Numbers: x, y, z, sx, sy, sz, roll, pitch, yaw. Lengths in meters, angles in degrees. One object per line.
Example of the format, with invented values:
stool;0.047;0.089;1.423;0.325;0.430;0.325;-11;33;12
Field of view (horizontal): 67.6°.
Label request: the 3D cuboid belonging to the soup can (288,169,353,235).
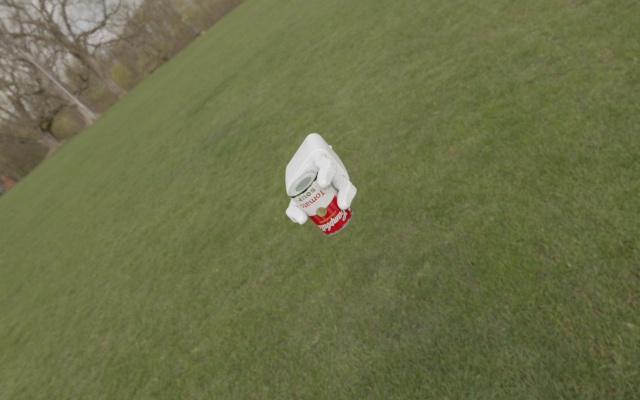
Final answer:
soup can;0.000;0.003;0.838;0.102;0.068;0.068;47;-24;-24
